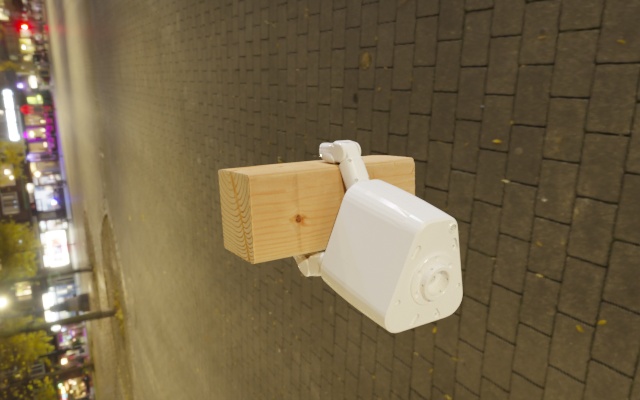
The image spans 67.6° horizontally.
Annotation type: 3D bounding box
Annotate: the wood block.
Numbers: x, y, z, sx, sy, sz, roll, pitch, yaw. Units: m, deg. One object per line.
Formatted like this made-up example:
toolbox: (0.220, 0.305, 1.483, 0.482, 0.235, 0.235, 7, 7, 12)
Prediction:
wood block: (0.000, 0.002, 0.544, 0.206, 0.091, 0.090, -8, 11, -30)
